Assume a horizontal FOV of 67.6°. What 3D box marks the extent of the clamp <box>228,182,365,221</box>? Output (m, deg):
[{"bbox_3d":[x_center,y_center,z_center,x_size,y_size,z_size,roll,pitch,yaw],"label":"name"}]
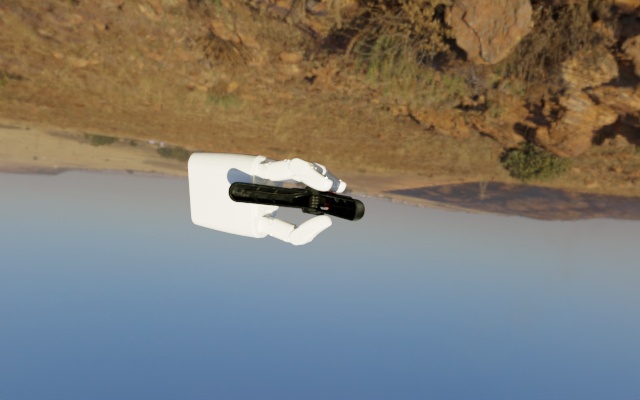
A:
[{"bbox_3d":[0.000,0.003,0.631,0.164,0.036,0.210,10,3,21],"label":"clamp"}]
